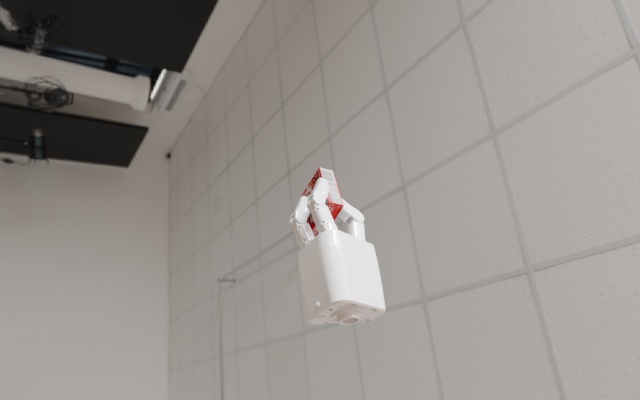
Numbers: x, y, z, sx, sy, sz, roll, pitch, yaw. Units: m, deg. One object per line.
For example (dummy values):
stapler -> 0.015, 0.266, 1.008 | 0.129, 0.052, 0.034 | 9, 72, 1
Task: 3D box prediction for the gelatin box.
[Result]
gelatin box -> 0.000, 0.002, 0.768 | 0.030, 0.073, 0.089 | 14, 38, -26
